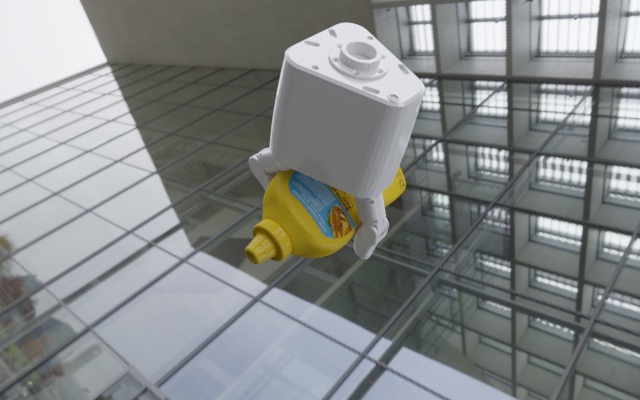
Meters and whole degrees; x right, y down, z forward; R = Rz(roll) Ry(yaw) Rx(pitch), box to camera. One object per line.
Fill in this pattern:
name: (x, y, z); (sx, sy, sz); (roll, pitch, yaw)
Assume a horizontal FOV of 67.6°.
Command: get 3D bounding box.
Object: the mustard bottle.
mustard bottle: (0.000, 0.002, 0.481); (0.191, 0.096, 0.058); (-38, 1, -34)
